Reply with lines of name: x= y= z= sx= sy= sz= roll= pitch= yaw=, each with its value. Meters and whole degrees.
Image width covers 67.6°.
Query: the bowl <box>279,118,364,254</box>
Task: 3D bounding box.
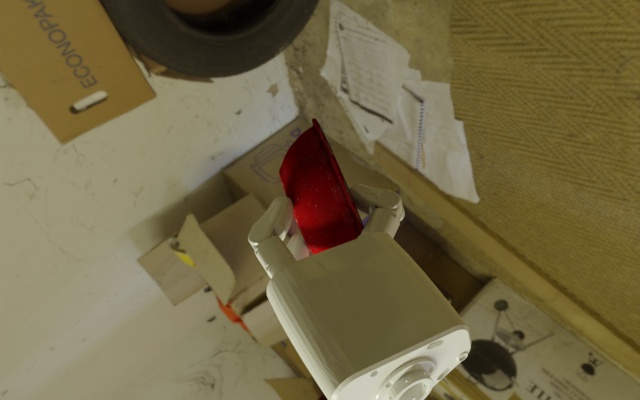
bowl: x=-0.001 y=0.001 z=0.485 sx=0.055 sy=0.162 sz=0.162 roll=-22 pitch=0 yaw=0
